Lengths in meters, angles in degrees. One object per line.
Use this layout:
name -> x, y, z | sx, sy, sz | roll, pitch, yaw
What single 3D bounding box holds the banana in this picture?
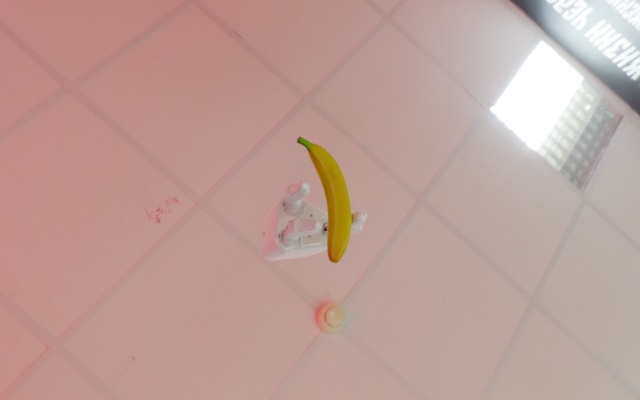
banana -> 0.015, -0.004, 0.735 | 0.069, 0.197, 0.037 | -11, -11, -32
